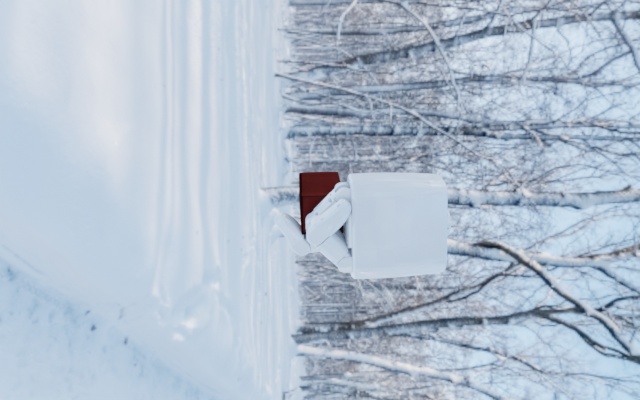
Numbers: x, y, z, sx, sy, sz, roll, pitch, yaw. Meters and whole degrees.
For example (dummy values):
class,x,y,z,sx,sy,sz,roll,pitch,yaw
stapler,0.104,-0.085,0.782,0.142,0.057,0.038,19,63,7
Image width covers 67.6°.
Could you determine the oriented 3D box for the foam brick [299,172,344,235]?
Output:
class,x,y,z,sx,sy,sz,roll,pitch,yaw
foam brick,0.000,0.002,0.594,0.051,0.053,0.078,-3,25,-2
